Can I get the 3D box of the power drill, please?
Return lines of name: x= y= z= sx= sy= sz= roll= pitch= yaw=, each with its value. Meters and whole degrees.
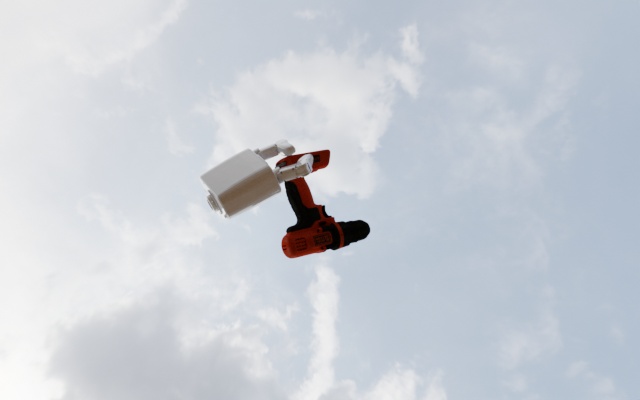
power drill: x=0.000 y=0.003 z=0.889 sx=0.184 sy=0.187 sz=0.057 roll=-11 pitch=-4 yaw=-31
